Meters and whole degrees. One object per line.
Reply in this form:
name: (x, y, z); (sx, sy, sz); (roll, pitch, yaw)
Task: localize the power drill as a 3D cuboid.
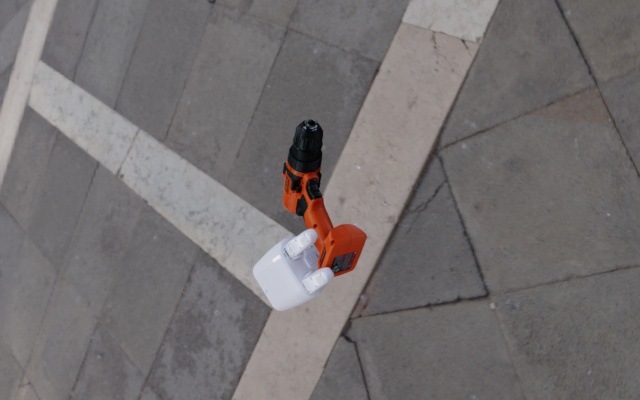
power drill: (0.000, 0.003, 0.686); (0.057, 0.187, 0.185); (-13, -35, -18)
